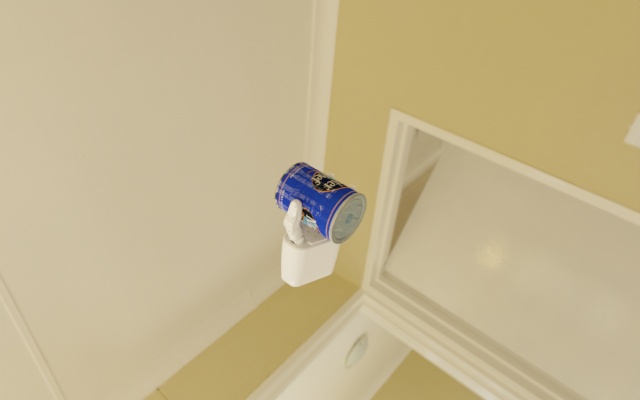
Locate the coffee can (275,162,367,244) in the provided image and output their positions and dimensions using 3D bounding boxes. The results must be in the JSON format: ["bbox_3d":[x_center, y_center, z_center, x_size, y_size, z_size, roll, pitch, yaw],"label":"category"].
[{"bbox_3d":[0.000,0.003,0.890,0.140,0.103,0.103,31,16,28],"label":"coffee can"}]
